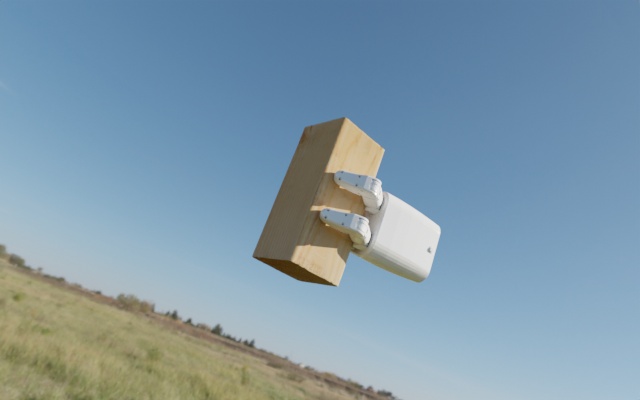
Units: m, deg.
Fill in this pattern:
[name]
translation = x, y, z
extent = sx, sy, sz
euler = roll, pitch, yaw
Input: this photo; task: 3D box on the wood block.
[wood block]
translation = 0.000, 0.002, 0.655
extent = 0.090, 0.206, 0.091
euler = 33, -23, -33
